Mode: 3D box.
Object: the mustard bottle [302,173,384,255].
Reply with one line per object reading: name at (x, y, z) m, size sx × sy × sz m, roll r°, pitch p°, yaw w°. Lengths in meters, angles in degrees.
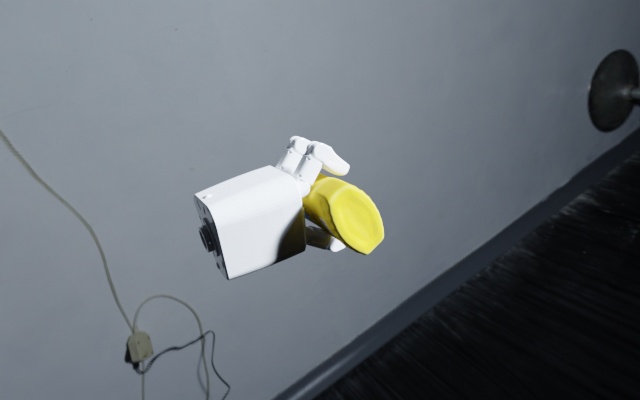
mustard bottle at (0.000, 0.002, 0.624) m, size 0.058 × 0.096 × 0.191 m, roll -44°, pitch 29°, yaw -11°
